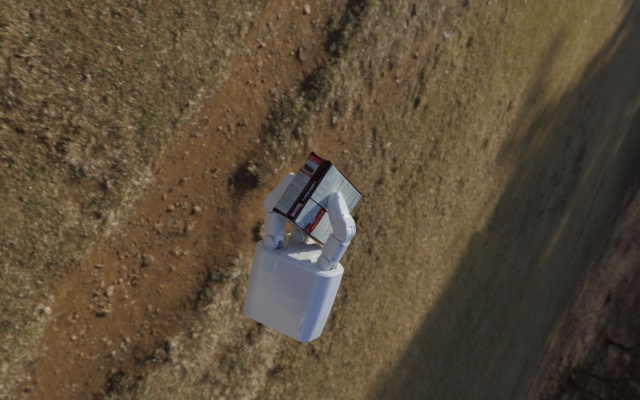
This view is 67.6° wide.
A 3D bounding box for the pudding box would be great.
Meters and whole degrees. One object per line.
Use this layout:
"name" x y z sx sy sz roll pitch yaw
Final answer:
"pudding box" 0.000 0.002 0.617 0.039 0.090 0.113 30 -6 31
